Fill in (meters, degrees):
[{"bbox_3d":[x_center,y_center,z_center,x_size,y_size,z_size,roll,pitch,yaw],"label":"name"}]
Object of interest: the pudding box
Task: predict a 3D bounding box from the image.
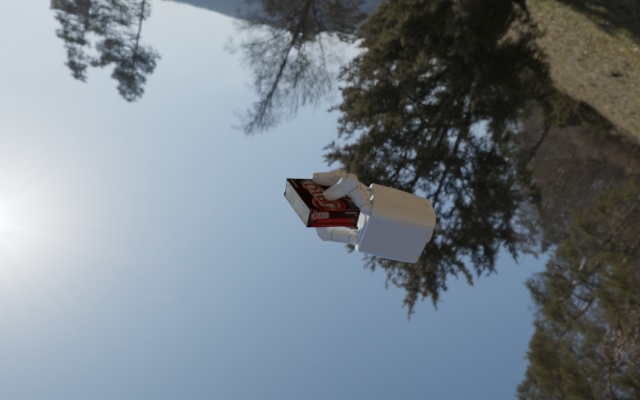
[{"bbox_3d":[0.000,0.003,0.788,0.090,0.039,0.113,1,26,-27],"label":"pudding box"}]
